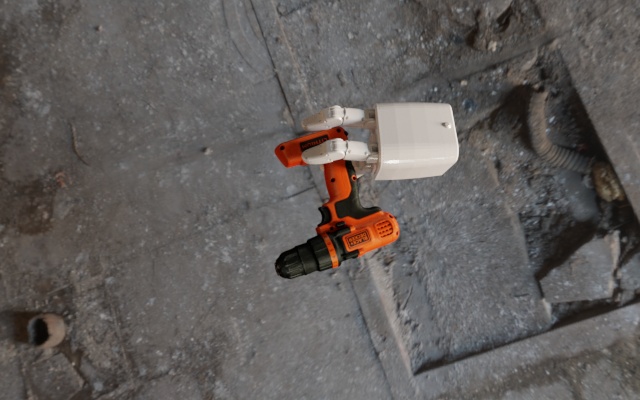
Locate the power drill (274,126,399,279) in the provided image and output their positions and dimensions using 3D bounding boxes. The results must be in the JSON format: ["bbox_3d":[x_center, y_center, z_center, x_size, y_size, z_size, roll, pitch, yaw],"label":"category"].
[{"bbox_3d":[0.000,0.002,0.677,0.184,0.187,0.057,-19,-2,-13],"label":"power drill"}]
